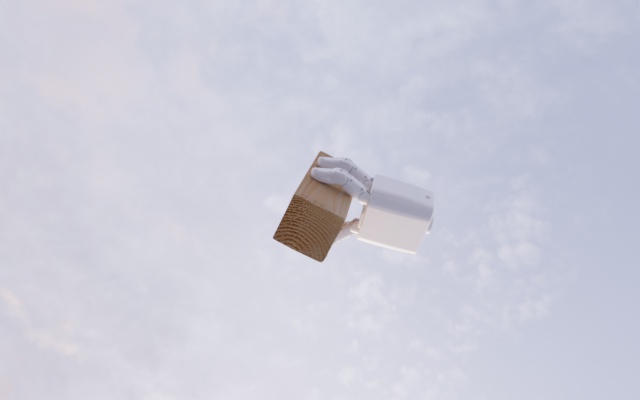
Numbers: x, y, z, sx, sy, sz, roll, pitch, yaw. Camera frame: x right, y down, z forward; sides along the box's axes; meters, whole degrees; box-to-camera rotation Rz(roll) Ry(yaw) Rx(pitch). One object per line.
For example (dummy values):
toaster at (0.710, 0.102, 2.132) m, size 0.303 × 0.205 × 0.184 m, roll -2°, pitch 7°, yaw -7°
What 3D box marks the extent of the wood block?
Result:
wood block at (0.000, 0.003, 0.817) m, size 0.090 × 0.091 × 0.206 m, roll 26°, pitch 26°, yaw -1°
